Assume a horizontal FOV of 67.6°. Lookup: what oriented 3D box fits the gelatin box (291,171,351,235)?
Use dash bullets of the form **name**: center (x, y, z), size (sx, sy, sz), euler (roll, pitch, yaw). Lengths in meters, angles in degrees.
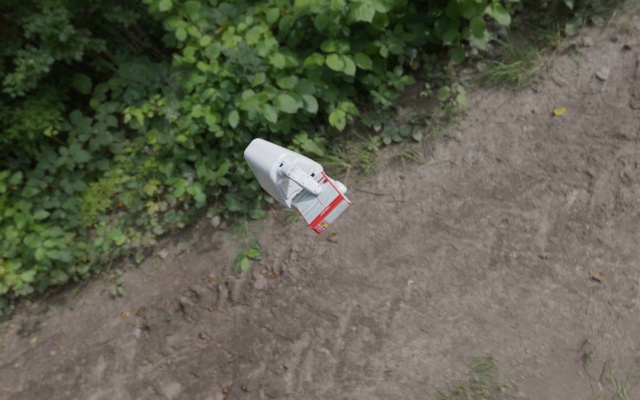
- **gelatin box**: center (0.000, 0.003, 0.787), size (0.030, 0.073, 0.089), euler (41, 7, -39)
